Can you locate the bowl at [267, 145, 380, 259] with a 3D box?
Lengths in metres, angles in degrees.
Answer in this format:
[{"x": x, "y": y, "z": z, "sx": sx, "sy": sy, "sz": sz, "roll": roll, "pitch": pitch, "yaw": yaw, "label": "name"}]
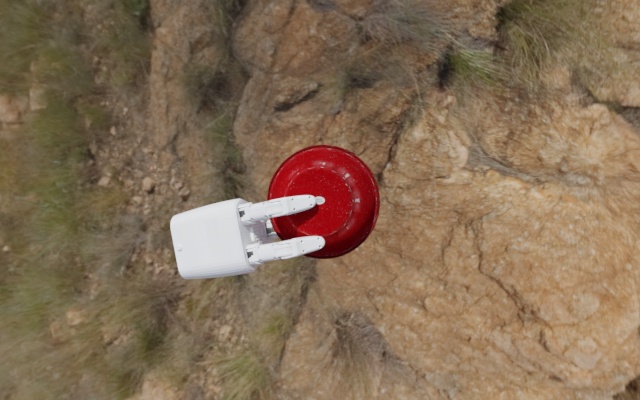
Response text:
[{"x": 0.001, "y": 0.002, "z": 0.649, "sx": 0.162, "sy": 0.162, "sz": 0.055, "roll": 0, "pitch": 0, "yaw": 7, "label": "bowl"}]
